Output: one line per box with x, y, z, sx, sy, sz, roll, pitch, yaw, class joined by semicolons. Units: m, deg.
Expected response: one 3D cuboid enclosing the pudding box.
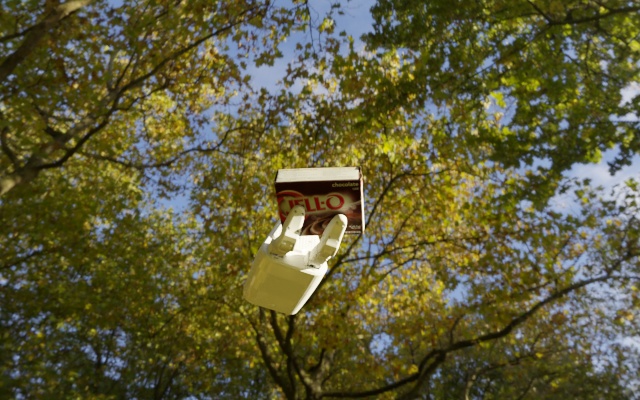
0.000;0.002;0.631;0.113;0.090;0.039;-3;37;4;pudding box
